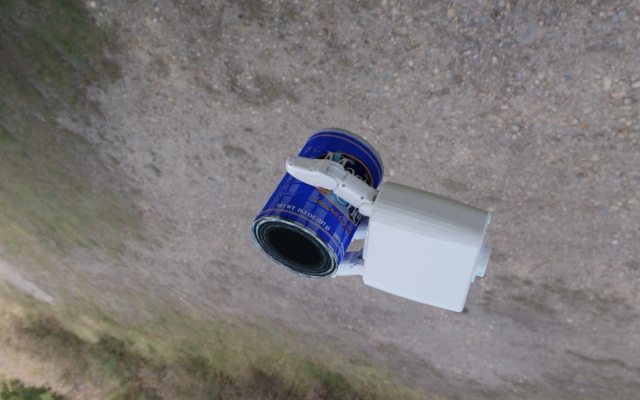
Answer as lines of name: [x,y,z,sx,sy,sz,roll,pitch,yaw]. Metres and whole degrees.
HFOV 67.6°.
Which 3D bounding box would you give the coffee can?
coffee can: [0.000,0.002,0.537,0.103,0.140,0.103,20,-35,15]
